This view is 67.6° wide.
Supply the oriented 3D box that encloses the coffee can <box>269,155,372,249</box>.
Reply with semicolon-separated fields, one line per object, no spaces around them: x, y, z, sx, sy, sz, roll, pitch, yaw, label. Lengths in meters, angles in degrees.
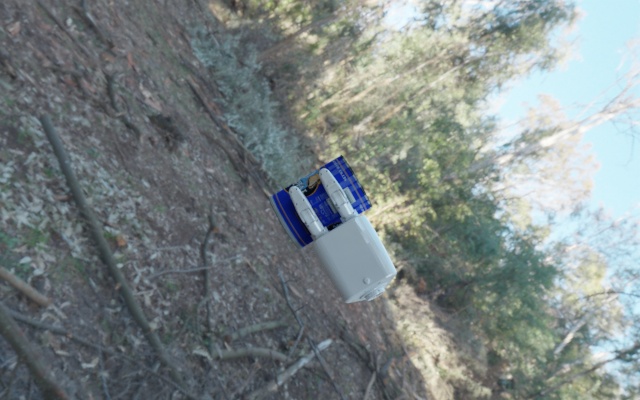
0.000;0.003;0.797;0.140;0.103;0.103;-31;-1;1;coffee can
